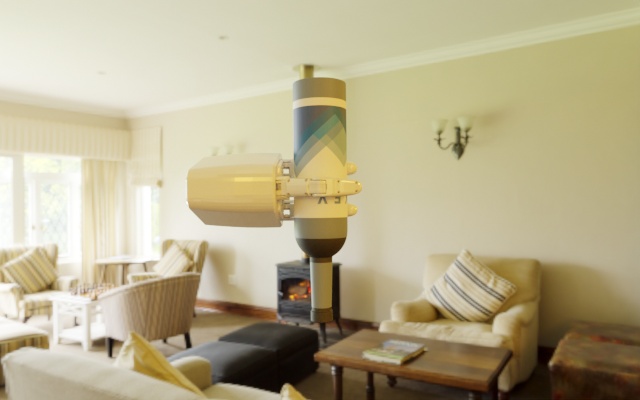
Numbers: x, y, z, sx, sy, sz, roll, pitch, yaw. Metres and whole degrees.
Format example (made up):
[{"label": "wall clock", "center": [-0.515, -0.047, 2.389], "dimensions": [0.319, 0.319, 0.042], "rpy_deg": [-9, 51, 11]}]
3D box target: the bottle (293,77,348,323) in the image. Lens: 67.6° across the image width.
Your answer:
[{"label": "bottle", "center": [0.000, 0.002, 0.594], "dimensions": [0.069, 0.295, 0.069], "rpy_deg": [-1, 0, 0]}]
